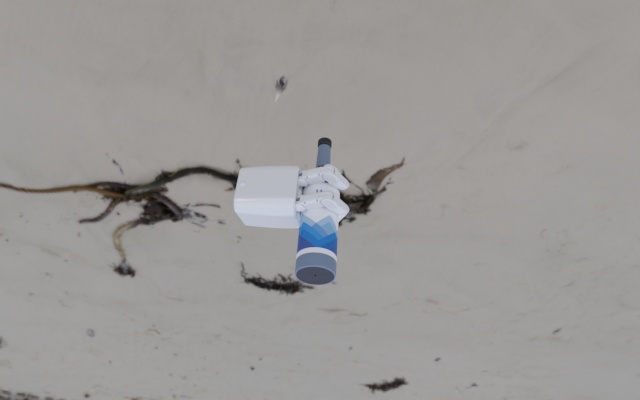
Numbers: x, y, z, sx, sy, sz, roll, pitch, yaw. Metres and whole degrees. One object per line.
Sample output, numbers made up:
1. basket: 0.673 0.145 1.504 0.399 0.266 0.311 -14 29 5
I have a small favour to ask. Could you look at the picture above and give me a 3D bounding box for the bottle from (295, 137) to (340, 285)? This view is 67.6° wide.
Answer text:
1. bottle: 0.000 0.003 0.851 0.069 0.295 0.069 3 -36 2
